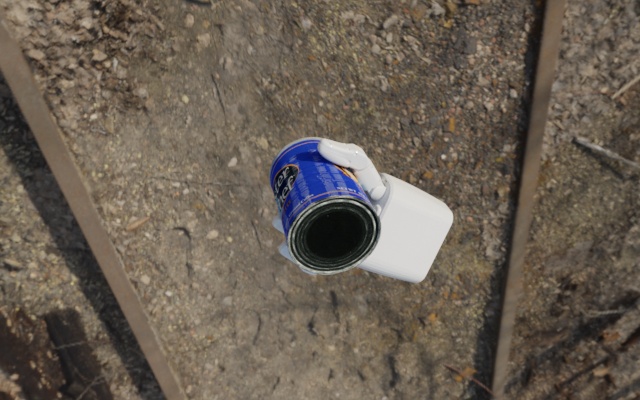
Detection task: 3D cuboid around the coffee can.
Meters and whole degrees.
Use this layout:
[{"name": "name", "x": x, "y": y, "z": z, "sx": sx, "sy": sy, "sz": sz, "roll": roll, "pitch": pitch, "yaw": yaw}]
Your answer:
[{"name": "coffee can", "x": 0.000, "y": 0.002, "z": 0.557, "sx": 0.103, "sy": 0.103, "sz": 0.140, "roll": 0, "pitch": 32, "yaw": -15}]
